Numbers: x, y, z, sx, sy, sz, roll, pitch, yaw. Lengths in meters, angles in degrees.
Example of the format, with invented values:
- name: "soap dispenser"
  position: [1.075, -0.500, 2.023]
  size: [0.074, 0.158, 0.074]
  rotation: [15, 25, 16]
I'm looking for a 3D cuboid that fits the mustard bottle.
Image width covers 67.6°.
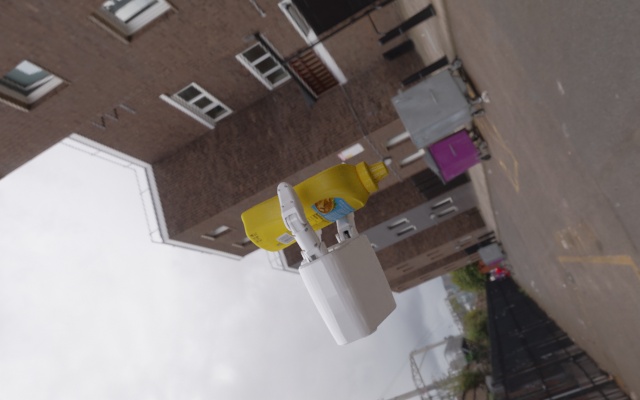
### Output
- name: "mustard bottle"
  position: [0.000, 0.002, 0.620]
  size: [0.191, 0.058, 0.096]
  rotation: [-27, -27, 14]
